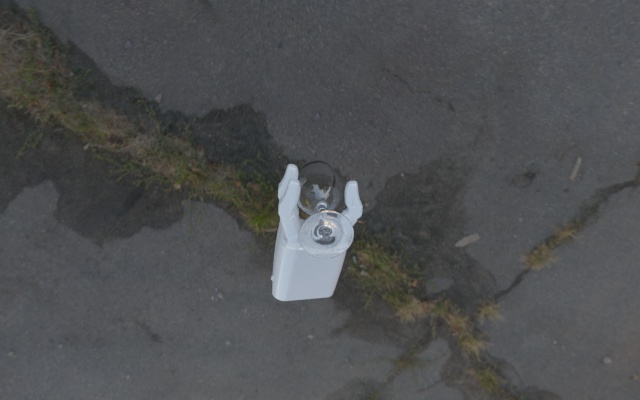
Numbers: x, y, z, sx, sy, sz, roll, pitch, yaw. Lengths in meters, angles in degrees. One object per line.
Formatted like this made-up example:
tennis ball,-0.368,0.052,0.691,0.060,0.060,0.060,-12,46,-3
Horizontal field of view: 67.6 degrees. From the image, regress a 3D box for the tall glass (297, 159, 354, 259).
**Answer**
tall glass,0.000,0.003,0.725,0.079,0.079,0.201,0,27,-5
